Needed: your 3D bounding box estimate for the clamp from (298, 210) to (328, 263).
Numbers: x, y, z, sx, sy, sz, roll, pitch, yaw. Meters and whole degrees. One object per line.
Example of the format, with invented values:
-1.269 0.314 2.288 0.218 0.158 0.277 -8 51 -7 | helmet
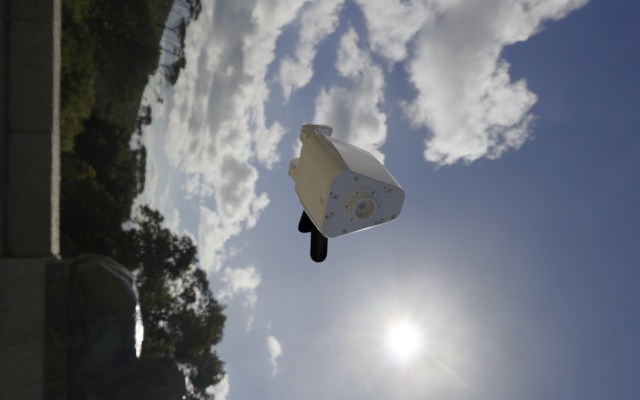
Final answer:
0.001 0.002 0.702 0.039 0.171 0.120 0 29 -20 | clamp
